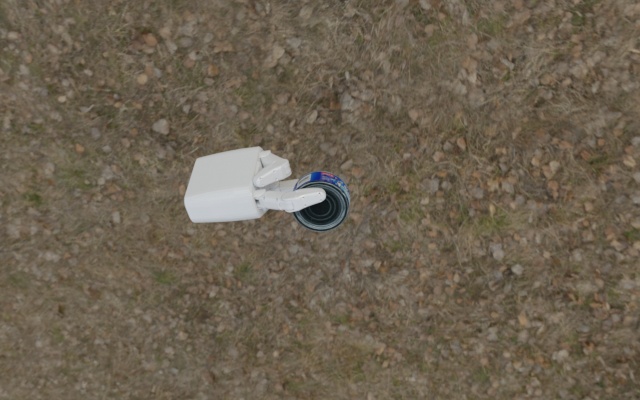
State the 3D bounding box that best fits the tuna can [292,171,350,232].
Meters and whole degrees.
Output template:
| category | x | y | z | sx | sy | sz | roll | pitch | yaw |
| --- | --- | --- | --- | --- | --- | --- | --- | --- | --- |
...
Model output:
| category | x | y | z | sx | sy | sz | roll | pitch | yaw |
| --- | --- | --- | --- | --- | --- | --- | --- | --- | --- |
| tuna can | 0.000 | 0.003 | 0.693 | 0.086 | 0.086 | 0.033 | 0 | 28 | 5 |
